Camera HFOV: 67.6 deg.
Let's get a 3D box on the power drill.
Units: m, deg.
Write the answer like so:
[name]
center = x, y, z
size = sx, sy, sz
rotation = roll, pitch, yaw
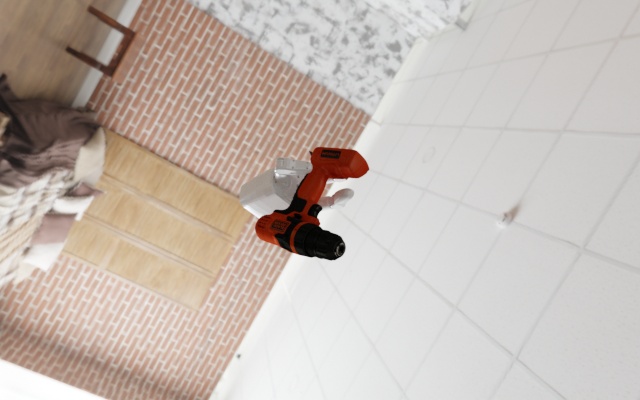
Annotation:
[power drill]
center = 0.000, 0.002, 0.755
size = 0.184, 0.187, 0.057
rotation = 12, -30, 43
